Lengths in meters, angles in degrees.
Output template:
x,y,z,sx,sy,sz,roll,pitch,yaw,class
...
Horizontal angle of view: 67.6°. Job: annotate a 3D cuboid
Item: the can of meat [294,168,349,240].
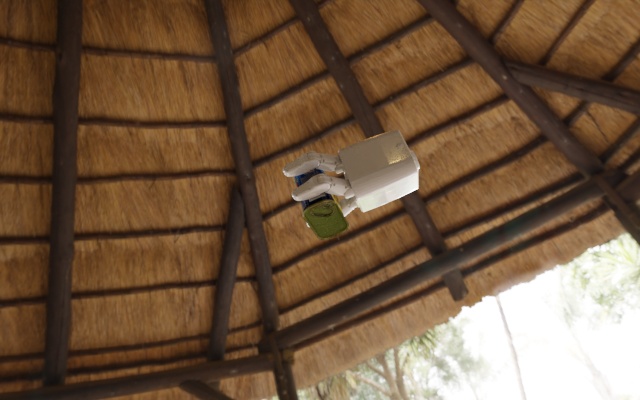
x,y,z,sx,sy,sz,roll,pitch,yaw,class
0.000,0.002,0.787,0.057,0.084,0.102,-23,-37,7,can of meat
